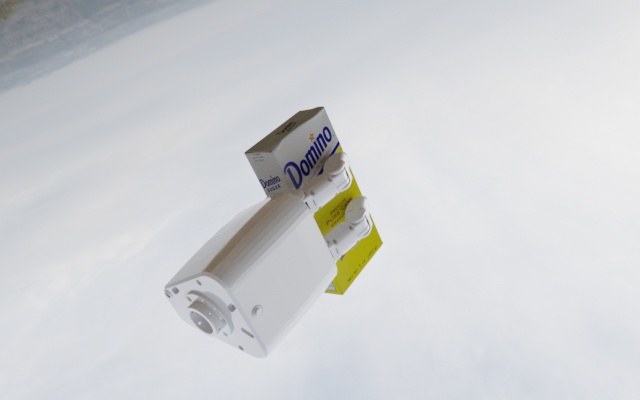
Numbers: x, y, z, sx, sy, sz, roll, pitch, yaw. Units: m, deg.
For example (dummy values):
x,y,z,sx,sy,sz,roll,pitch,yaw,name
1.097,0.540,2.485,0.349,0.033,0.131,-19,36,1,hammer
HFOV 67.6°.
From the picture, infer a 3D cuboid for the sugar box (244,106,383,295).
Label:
x,y,z,sx,sy,sz,roll,pitch,yaw,name
0.000,0.002,0.501,0.048,0.176,0.093,0,35,41,sugar box
